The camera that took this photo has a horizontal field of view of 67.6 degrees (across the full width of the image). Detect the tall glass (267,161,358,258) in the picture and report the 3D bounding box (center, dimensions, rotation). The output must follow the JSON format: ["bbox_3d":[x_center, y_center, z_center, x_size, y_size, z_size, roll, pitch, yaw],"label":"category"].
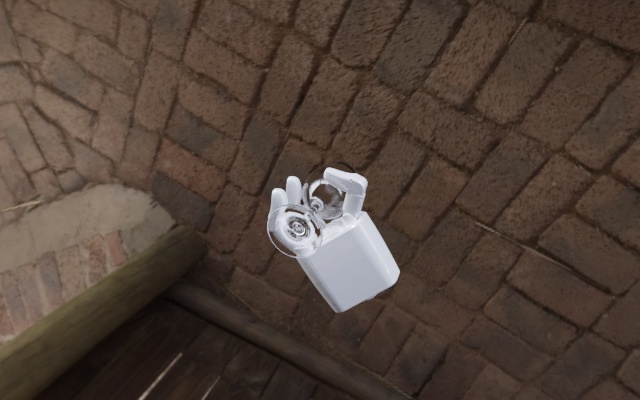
[{"bbox_3d":[0.000,0.002,0.680,0.079,0.079,0.201,0,22,21],"label":"tall glass"}]
